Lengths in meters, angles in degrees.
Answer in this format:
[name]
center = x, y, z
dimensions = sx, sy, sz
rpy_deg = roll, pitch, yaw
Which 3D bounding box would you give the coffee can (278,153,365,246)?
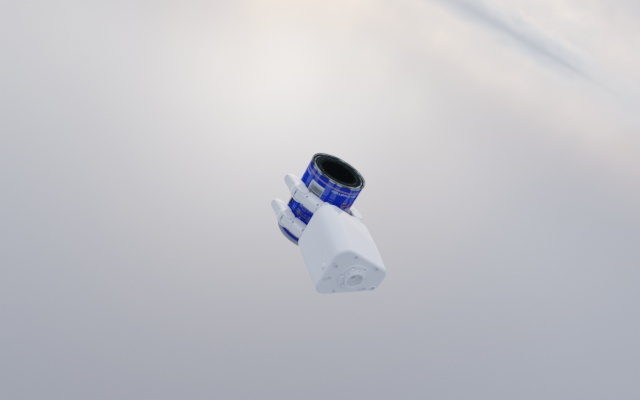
[coffee can]
center = 0.000, 0.003, 0.836
dimensions = 0.103, 0.140, 0.102
rpy_deg = 23, 28, -13
